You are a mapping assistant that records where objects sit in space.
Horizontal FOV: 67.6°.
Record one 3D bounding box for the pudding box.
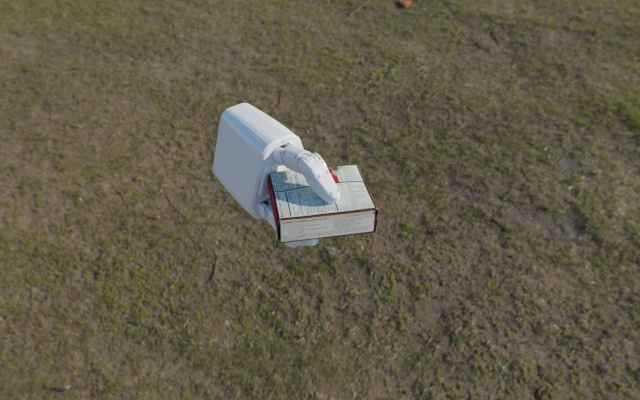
[{"bbox_3d":[0.000,0.002,0.546,0.113,0.039,0.090,-7,40,-8],"label":"pudding box"}]
